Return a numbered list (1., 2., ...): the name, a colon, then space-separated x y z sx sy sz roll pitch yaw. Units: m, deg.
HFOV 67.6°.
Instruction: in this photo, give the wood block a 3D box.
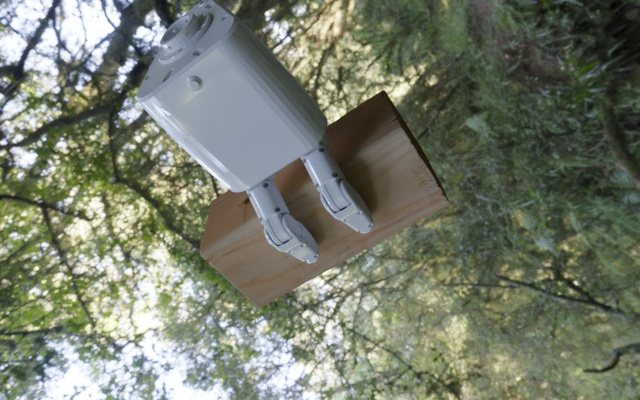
1. wood block: 0.000 0.001 0.448 0.206 0.090 0.090 -31 30 16
